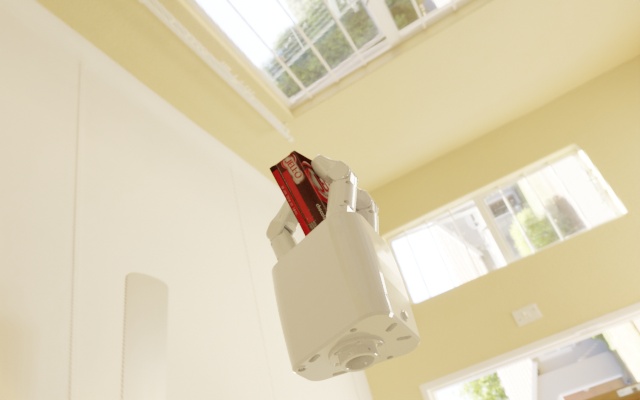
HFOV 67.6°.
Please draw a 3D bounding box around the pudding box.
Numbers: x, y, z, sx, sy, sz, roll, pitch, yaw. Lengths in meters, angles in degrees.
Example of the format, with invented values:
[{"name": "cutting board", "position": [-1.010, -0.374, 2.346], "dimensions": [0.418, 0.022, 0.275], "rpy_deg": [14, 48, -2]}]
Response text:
[{"name": "pudding box", "position": [0.000, 0.002, 0.518], "dimensions": [0.039, 0.090, 0.113], "rpy_deg": [-32, -17, 12]}]
